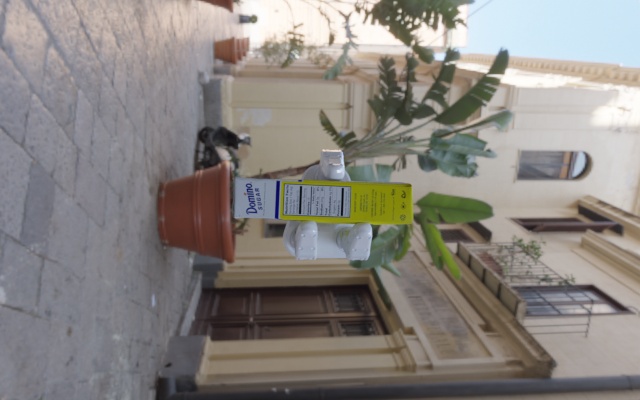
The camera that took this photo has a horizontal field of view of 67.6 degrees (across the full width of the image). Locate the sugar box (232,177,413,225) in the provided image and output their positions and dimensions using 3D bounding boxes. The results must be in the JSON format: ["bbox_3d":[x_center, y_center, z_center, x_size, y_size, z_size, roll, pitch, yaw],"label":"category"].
[{"bbox_3d":[0.000,0.002,0.502,0.176,0.048,0.093,0,-2,-5],"label":"sugar box"}]
